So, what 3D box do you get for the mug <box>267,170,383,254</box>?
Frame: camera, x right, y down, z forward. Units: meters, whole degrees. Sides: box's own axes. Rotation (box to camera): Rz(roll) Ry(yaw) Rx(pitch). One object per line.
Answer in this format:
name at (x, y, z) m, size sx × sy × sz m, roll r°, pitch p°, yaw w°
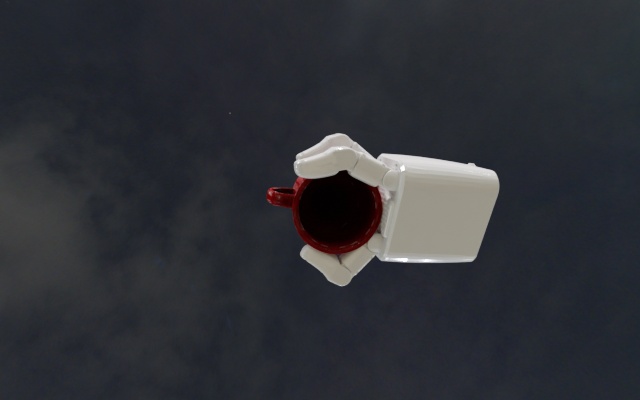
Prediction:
mug at (-0.001, 0.002, 0.518) m, size 0.117 × 0.093 × 0.081 m, roll 5°, pitch 9°, yaw -10°
